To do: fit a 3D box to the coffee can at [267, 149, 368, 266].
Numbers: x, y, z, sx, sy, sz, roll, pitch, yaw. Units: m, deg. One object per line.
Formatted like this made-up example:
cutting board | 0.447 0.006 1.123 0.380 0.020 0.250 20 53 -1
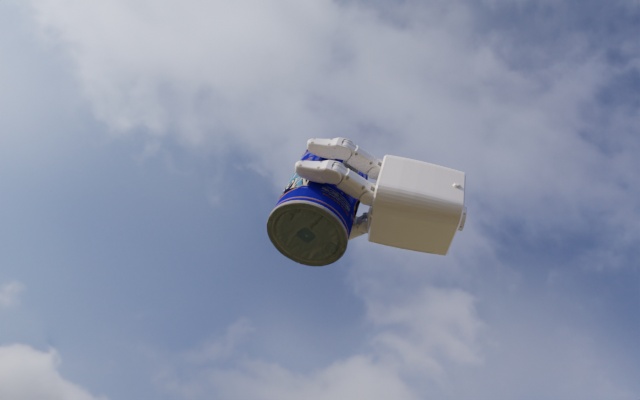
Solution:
coffee can | 0.000 0.002 0.633 0.103 0.103 0.140 0 37 19
